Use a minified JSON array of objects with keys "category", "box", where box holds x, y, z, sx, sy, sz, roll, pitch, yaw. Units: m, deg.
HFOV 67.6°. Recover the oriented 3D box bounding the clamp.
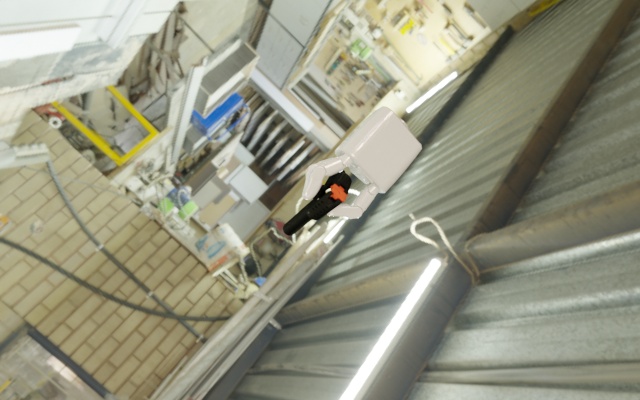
[{"category":"clamp","box":[0.001,0.003,0.814,0.036,0.164,0.210,42,-4,-7]}]
